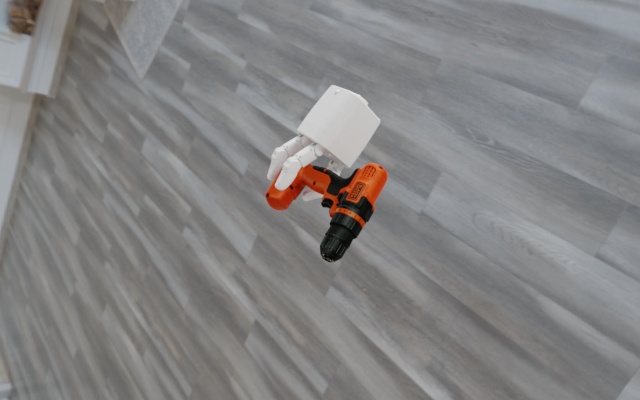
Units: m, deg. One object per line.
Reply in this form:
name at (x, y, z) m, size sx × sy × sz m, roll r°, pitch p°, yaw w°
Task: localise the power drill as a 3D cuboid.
power drill at (0.000, 0.002, 0.811) m, size 0.187 × 0.184 × 0.057 m, roll 18°, pitch -26°, yaw 32°
